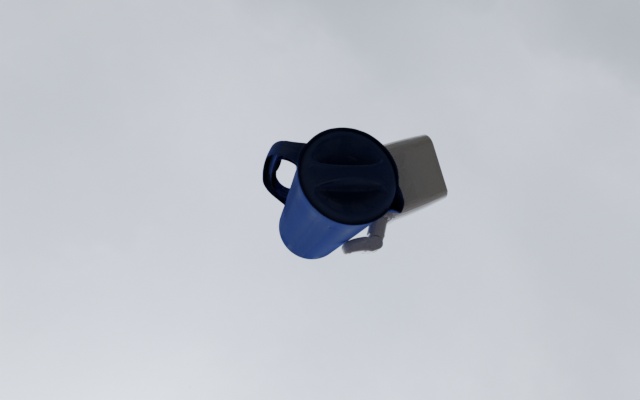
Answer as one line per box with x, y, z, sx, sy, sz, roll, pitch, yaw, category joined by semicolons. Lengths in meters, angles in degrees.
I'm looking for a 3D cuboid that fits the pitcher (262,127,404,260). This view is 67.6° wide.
0.000;0.002;0.696;0.145;0.149;0.243;-19;-14;-21;pitcher
